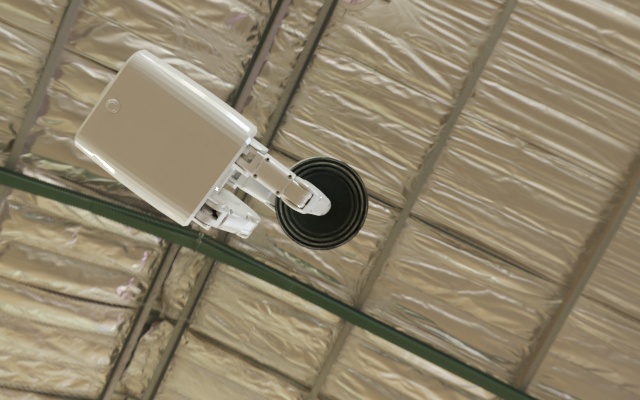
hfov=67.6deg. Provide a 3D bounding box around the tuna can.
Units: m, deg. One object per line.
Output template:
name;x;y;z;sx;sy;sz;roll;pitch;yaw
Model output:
tuna can;0.000;0.001;0.448;0.086;0.086;0.033;0;8;-5
